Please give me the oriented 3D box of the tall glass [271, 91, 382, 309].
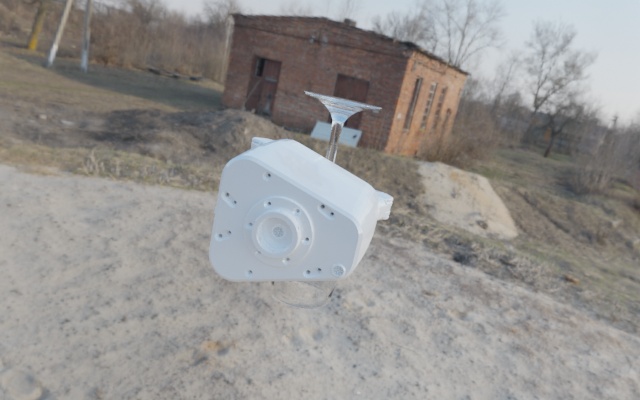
[{"bbox_3d":[0.000,0.001,0.464,0.079,0.201,0.079,12,14,-3],"label":"tall glass"}]
